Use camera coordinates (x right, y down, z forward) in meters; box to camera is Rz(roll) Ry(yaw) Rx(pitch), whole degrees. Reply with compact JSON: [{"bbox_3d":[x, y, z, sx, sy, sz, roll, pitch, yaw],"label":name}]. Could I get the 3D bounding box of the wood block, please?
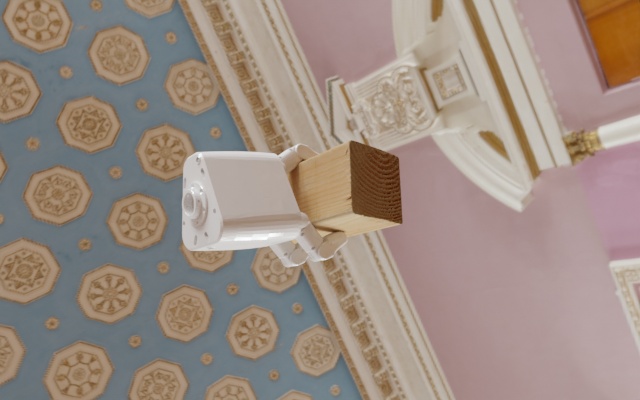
[{"bbox_3d":[0.000,0.002,0.635,0.090,0.090,0.206,13,-21,-39],"label":"wood block"}]
